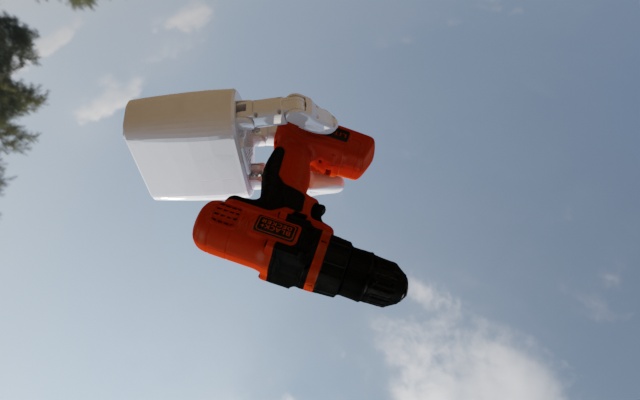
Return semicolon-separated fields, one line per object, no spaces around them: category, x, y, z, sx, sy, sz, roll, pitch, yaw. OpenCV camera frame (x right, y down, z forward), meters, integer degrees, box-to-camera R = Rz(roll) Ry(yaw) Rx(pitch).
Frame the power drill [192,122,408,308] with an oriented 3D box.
power drill;0.000;0.001;0.446;0.184;0.057;0.187;19;43;0
